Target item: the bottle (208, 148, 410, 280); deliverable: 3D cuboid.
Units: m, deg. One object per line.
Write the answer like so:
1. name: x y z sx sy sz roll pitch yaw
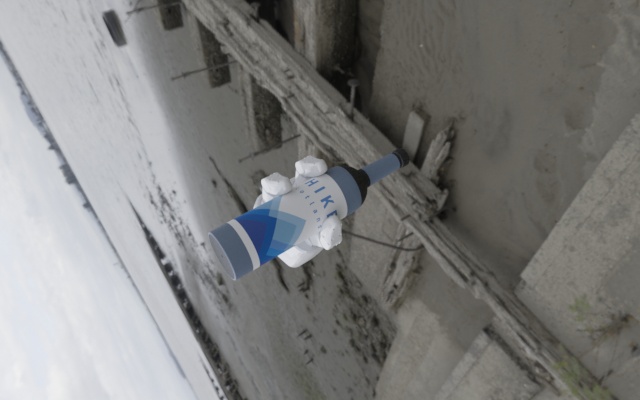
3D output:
1. bottle: 0.000 0.002 0.629 0.295 0.069 0.069 -29 12 -23
